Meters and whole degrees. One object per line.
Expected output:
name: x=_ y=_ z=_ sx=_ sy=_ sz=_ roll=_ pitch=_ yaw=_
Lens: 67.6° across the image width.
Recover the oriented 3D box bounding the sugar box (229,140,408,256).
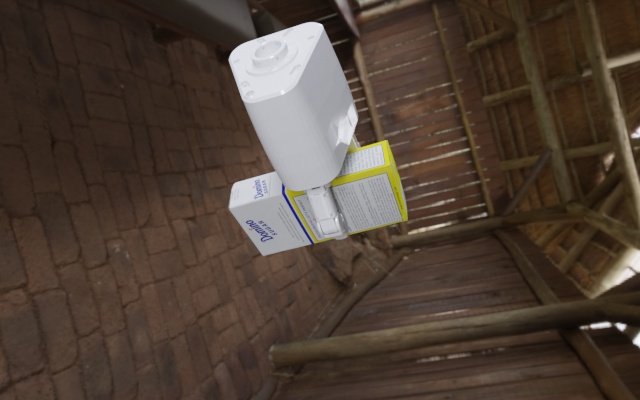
sugar box: x=0.000 y=0.001 z=0.522 sx=0.176 sy=0.048 sz=0.093 roll=-12 pitch=-44 yaw=14
